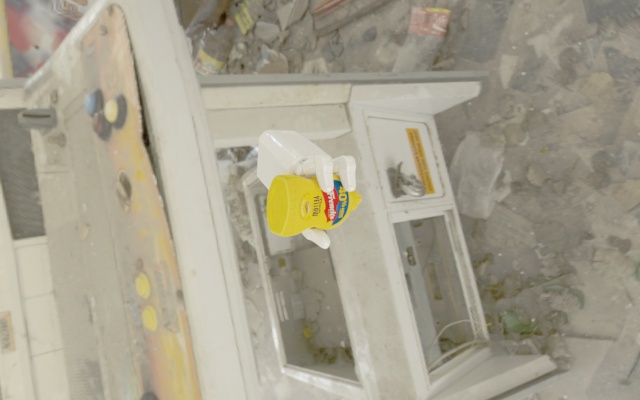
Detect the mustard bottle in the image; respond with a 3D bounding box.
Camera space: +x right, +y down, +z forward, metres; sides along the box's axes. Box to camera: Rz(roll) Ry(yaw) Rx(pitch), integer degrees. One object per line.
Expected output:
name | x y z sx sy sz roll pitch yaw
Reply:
mustard bottle | 0.000 0.003 0.806 0.191 0.096 0.058 -5 13 -44
